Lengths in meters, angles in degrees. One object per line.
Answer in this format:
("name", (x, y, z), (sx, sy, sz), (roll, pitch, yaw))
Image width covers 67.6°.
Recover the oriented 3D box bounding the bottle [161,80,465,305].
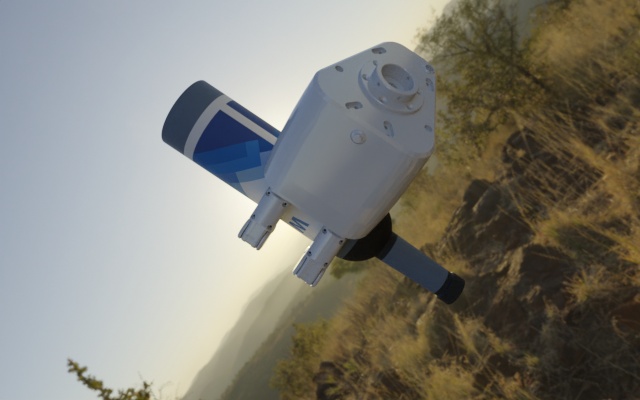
("bottle", (0.000, 0.001, 0.430), (0.296, 0.069, 0.069), (34, 0, 0))
